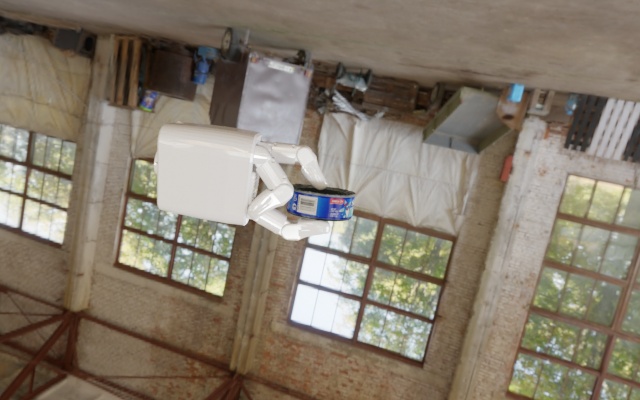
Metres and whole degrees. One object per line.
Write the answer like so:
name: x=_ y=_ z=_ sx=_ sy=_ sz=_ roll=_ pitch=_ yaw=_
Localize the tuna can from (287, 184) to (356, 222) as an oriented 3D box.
tuna can: x=0.000 y=0.003 z=0.606 sx=0.086 sy=0.034 sz=0.086 roll=6 pitch=8 yaw=-1
